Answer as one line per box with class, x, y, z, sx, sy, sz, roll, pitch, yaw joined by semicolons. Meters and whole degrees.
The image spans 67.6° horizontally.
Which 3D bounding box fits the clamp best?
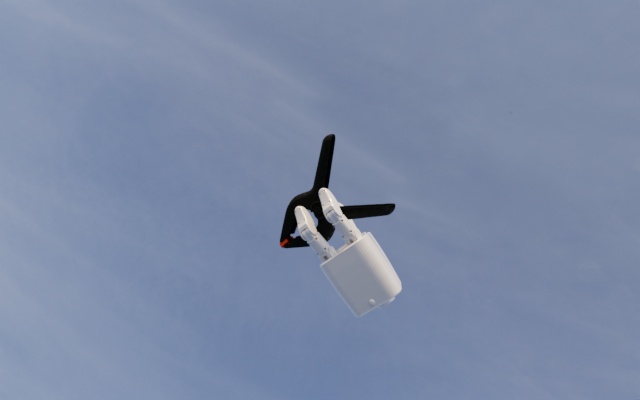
clamp;0.000;0.003;0.809;0.210;0.164;0.036;-36;-8;23
